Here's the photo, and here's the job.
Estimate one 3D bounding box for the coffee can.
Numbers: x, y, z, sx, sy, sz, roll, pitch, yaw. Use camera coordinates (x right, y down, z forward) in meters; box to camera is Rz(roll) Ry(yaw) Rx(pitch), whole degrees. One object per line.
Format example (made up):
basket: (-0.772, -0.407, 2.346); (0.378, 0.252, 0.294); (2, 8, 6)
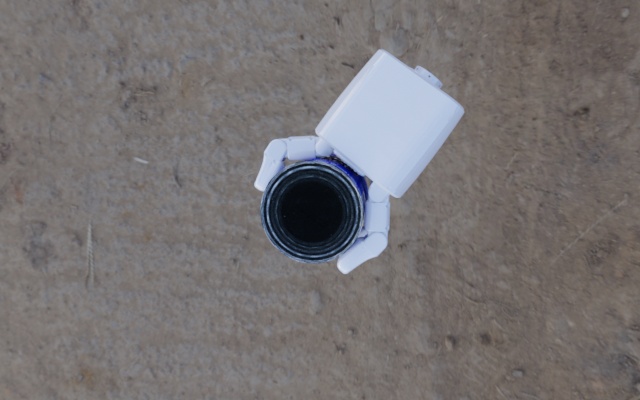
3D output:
coffee can: (0.000, 0.002, 0.531); (0.103, 0.103, 0.140); (0, 9, 7)
